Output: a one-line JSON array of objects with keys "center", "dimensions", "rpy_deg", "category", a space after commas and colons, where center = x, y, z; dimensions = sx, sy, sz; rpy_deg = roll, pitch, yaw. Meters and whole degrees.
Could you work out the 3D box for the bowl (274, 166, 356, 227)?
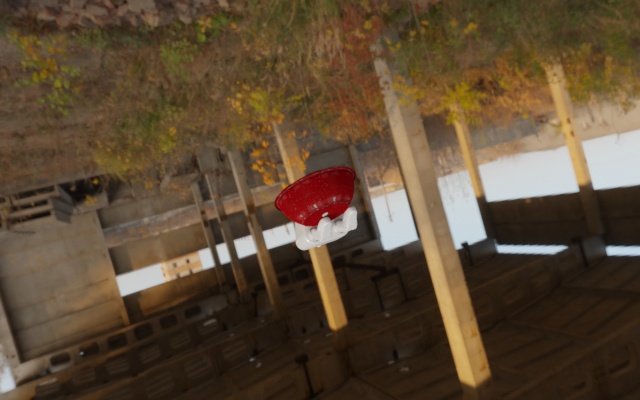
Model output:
[{"center": [0.000, 0.003, 0.870], "dimensions": [0.162, 0.055, 0.162], "rpy_deg": [-20, -20, -8], "category": "bowl"}]
